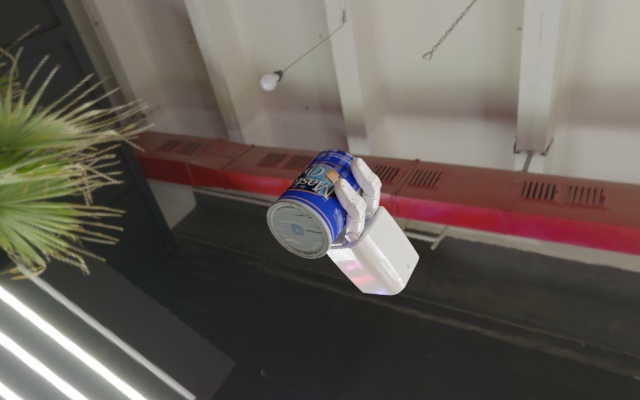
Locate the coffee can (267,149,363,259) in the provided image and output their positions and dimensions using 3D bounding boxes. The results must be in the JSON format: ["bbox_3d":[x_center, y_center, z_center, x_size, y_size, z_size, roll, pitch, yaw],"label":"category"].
[{"bbox_3d":[0.000,0.002,0.713,0.103,0.103,0.140,0,36,35],"label":"coffee can"}]
